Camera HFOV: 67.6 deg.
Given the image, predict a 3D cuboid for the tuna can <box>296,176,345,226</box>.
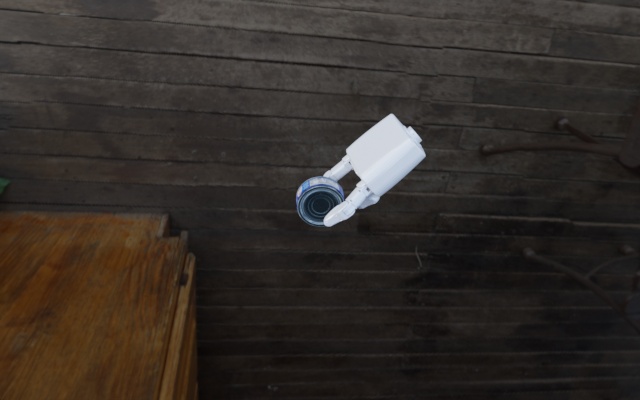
[{"bbox_3d":[0.000,0.003,0.838,0.086,0.086,0.033,0,31,-4],"label":"tuna can"}]
